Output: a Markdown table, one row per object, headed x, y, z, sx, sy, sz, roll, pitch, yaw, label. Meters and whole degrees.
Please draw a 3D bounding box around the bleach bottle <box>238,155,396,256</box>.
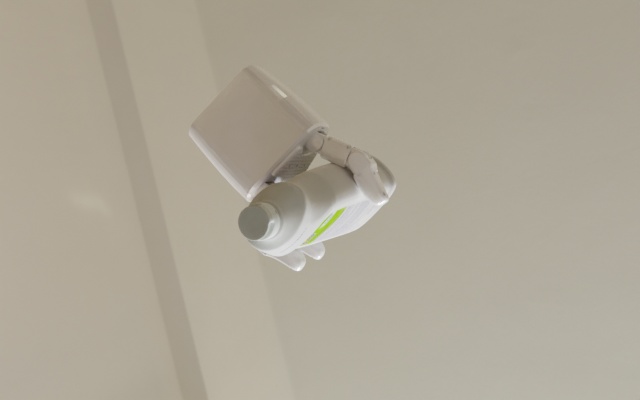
| x | y | z | sx | sy | sz | roll | pitch | yaw | label |
| --- | --- | --- | --- | --- | --- | --- | --- | --- | --- |
| 0.000 | 0.002 | 0.490 | 0.068 | 0.102 | 0.251 | 44 | 19 | 13 | bleach bottle |
